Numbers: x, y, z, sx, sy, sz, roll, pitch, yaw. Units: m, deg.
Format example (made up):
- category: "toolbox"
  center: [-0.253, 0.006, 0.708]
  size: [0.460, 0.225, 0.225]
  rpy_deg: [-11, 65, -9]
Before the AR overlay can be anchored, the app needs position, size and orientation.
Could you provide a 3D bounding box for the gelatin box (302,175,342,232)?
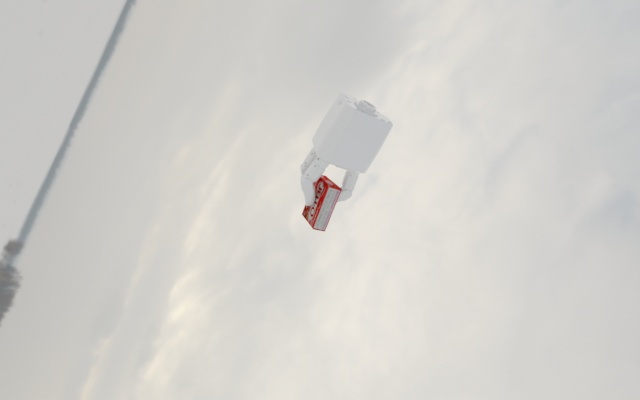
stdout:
- category: "gelatin box"
  center: [0.000, 0.003, 0.889]
  size: [0.030, 0.089, 0.073]
  rpy_deg: [15, 14, -24]
